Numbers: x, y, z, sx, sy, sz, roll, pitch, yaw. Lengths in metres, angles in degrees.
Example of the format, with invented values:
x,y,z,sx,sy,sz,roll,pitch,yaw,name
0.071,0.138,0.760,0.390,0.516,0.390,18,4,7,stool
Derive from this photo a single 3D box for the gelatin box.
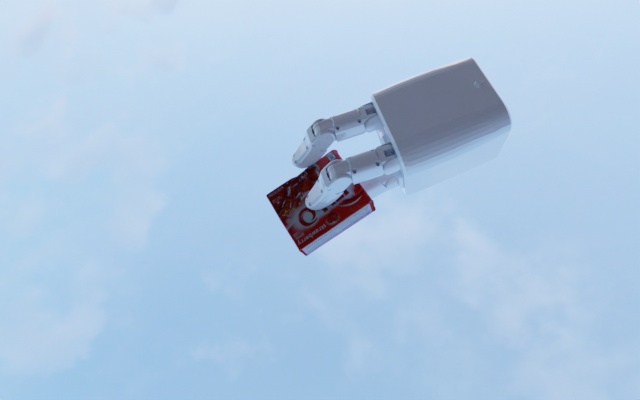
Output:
x,y,z,sx,sy,sz,roll,pitch,yaw,name
0.000,0.002,0.491,0.089,0.073,0.030,-34,-25,0,gelatin box
